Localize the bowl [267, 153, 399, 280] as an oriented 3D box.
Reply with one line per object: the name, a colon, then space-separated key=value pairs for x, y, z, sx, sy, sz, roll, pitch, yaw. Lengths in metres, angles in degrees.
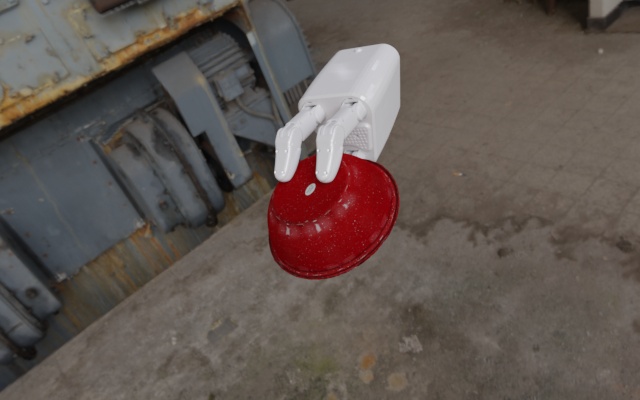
bowl: x=0.000 y=0.003 z=0.515 sx=0.162 sy=0.162 sz=0.055 roll=0 pitch=-34 yaw=33
